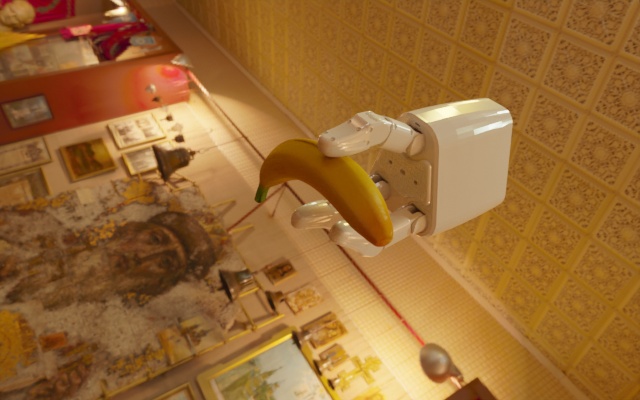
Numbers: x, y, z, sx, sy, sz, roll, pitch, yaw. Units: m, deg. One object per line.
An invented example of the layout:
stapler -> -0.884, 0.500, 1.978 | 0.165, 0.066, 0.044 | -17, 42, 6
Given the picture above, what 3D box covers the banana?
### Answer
banana -> -0.003, -0.017, 0.409 | 0.037, 0.070, 0.197 | -14, 17, -30
